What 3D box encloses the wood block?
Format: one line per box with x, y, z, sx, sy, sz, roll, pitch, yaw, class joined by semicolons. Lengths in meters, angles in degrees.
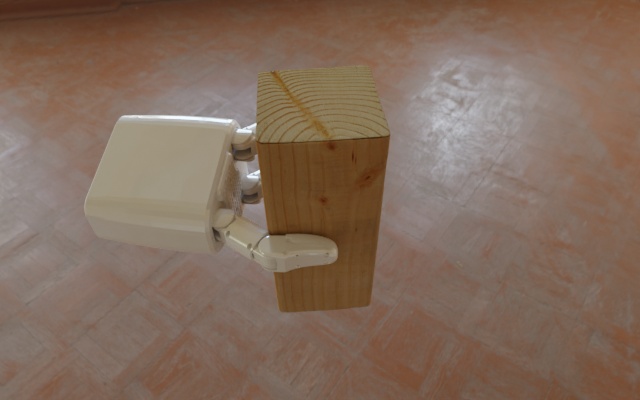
0.000;0.001;0.412;0.090;0.090;0.206;-4;-44;-2;wood block
